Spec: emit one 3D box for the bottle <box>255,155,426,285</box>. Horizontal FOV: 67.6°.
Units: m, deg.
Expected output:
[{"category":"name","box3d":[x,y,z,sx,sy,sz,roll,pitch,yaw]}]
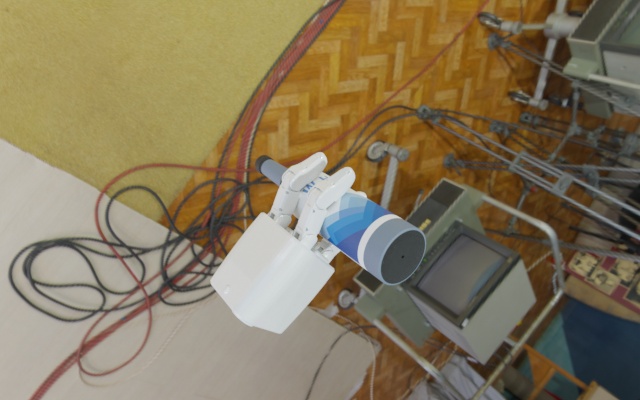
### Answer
[{"category":"bottle","box3d":[0.000,0.002,0.594,0.069,0.069,0.295,0,22,-39]}]
